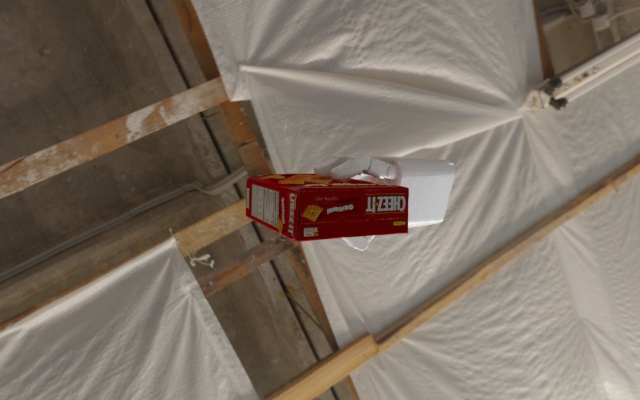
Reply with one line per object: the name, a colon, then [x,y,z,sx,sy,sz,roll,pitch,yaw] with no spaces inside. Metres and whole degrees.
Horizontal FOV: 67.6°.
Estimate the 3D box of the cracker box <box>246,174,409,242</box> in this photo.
cracker box: [0.000,0.002,0.690,0.164,0.072,0.213,-3,7,-25]
